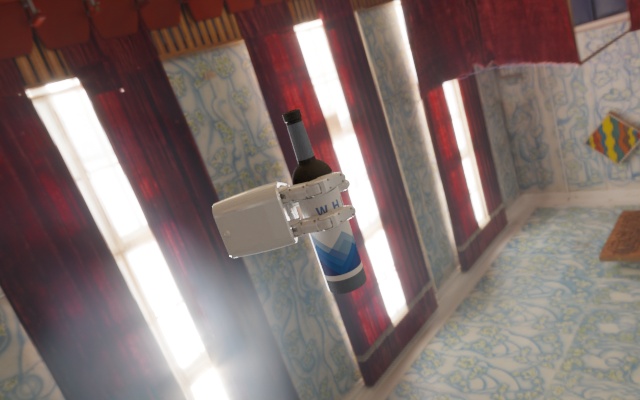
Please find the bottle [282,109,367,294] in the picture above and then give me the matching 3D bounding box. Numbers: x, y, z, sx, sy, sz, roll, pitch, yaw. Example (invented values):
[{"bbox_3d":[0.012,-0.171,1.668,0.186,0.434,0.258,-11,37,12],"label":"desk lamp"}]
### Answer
[{"bbox_3d":[0.000,0.003,0.748,0.069,0.296,0.069,-17,16,5],"label":"bottle"}]
